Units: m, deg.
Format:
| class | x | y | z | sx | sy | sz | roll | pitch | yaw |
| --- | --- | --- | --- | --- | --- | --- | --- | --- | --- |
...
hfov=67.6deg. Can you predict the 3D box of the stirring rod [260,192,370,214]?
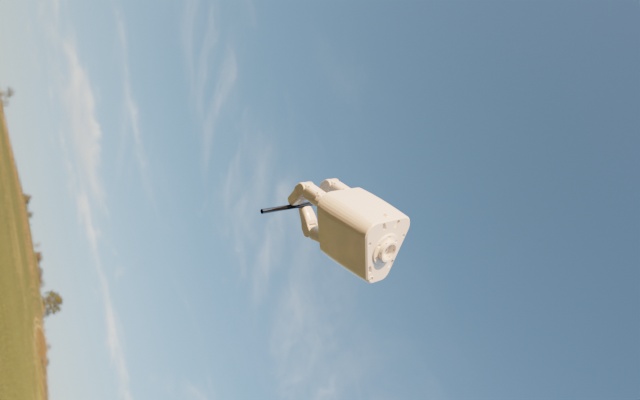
| class | x | y | z | sx | sy | sz | roll | pitch | yaw |
| --- | --- | --- | --- | --- | --- | --- | --- | --- | --- |
| stirring rod | 0.000 | 0.003 | 0.823 | 0.239 | 0.011 | 0.011 | -9 | 6 | -39 |
